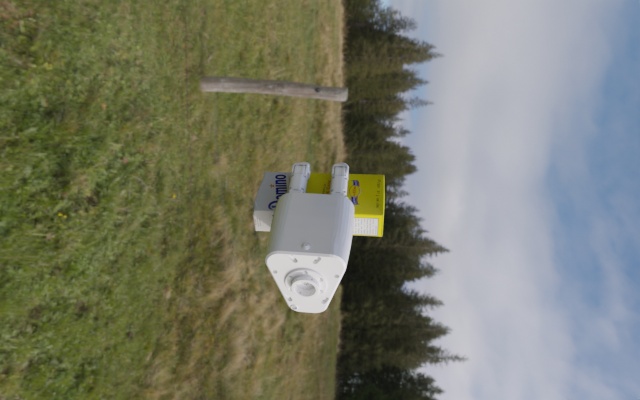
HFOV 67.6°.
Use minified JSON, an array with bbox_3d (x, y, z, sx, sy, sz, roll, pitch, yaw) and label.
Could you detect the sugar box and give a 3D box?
[{"bbox_3d":[0.000,0.002,0.669,0.176,0.048,0.093,3,39,5],"label":"sugar box"}]
